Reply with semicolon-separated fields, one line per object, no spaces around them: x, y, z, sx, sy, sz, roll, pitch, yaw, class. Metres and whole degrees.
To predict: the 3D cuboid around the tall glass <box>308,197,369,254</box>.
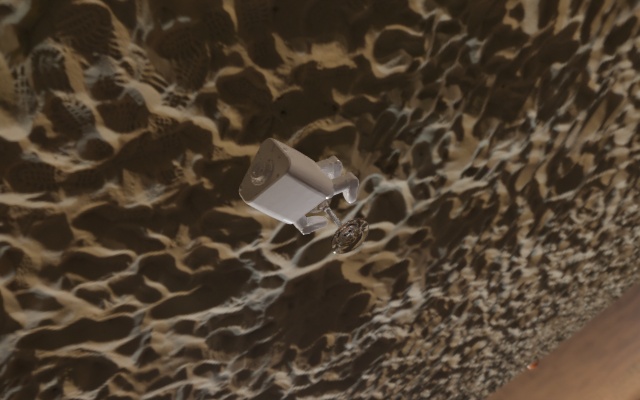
0.001;0.003;0.850;0.079;0.079;0.201;0;34;-37;tall glass
